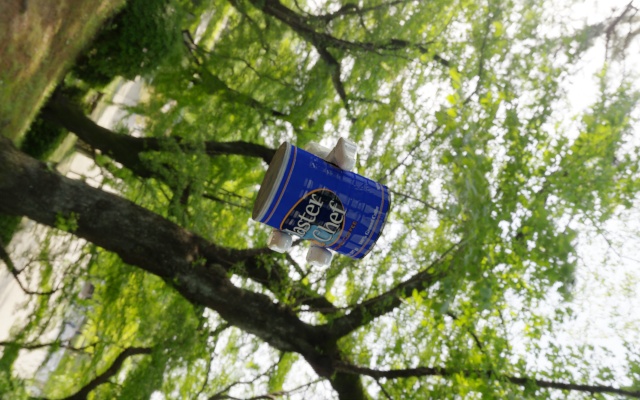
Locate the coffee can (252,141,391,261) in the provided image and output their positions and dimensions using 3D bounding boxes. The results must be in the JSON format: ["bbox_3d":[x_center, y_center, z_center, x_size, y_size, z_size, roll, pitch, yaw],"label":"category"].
[{"bbox_3d":[0.000,0.002,0.585,0.140,0.103,0.103,23,-6,-14],"label":"coffee can"}]
